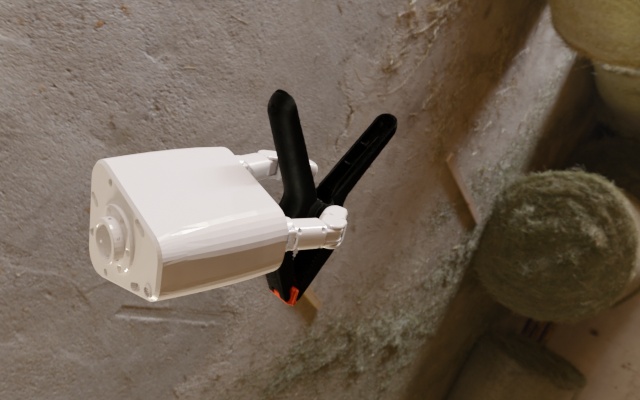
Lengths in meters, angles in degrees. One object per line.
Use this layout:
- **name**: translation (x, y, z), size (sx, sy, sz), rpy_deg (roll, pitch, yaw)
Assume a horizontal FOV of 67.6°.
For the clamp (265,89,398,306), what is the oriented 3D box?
- **clamp**: translation (0.000, 0.002, 0.457), size (0.164, 0.210, 0.036), rpy_deg (-9, 31, -45)
